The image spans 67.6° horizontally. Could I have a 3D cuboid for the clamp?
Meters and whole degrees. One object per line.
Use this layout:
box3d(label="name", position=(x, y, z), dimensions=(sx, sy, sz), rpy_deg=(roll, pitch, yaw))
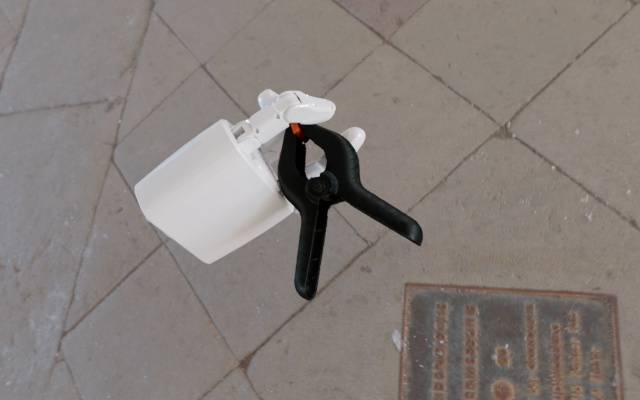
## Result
box3d(label="clamp", position=(0.000, 0.001, 0.436), dimensions=(0.120, 0.171, 0.039), rpy_deg=(-34, -28, 4))
